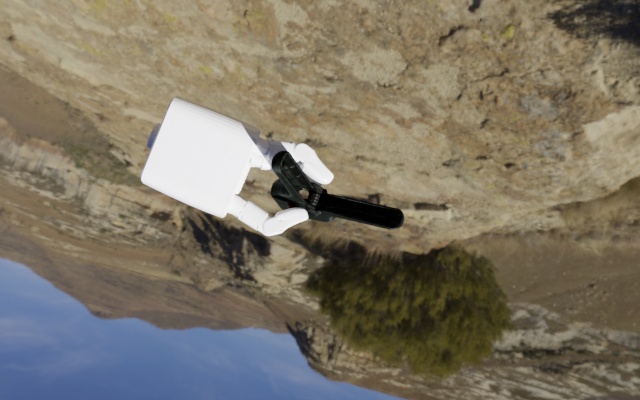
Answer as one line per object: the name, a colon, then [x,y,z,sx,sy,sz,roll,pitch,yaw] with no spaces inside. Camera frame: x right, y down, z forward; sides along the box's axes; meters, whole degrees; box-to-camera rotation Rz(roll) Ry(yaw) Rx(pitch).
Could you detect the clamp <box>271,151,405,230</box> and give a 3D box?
clamp: [-0.001,0.003,0.600,0.164,0.036,0.210,26,-13,-10]
